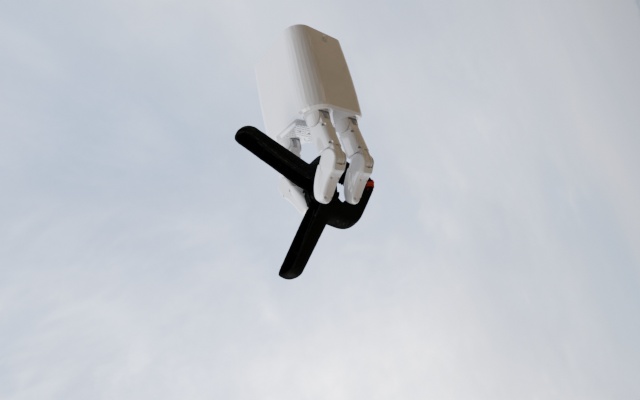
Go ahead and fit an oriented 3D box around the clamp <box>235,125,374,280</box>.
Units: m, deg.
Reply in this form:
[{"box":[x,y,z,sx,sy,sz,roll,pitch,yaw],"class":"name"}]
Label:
[{"box":[0.000,0.002,0.553,0.036,0.164,0.210,-23,-15,37],"class":"clamp"}]
